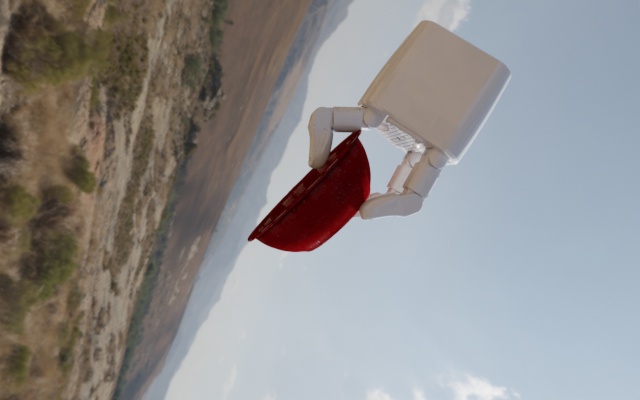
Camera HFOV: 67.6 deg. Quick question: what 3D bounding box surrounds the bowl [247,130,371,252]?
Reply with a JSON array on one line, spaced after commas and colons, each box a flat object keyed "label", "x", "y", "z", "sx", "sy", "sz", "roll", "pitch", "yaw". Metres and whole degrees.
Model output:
[{"label": "bowl", "x": -0.001, "y": 0.003, "z": 0.493, "sx": 0.162, "sy": 0.055, "sz": 0.162, "roll": -43, "pitch": 7, "yaw": 6}]
